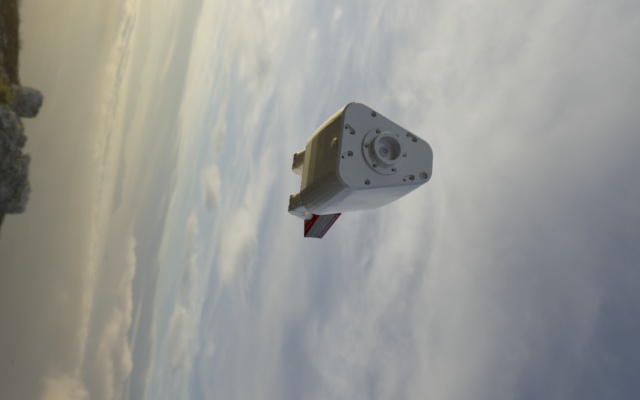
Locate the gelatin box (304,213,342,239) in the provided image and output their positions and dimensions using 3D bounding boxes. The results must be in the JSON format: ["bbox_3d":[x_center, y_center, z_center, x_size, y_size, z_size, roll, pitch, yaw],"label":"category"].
[{"bbox_3d":[0.000,0.002,0.651,0.030,0.073,0.089,6,-27,-15],"label":"gelatin box"}]
